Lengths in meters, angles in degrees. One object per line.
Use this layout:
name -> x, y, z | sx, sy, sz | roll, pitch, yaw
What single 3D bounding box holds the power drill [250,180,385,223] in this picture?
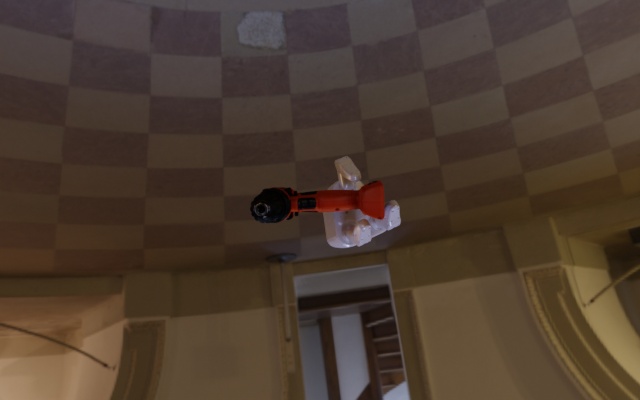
power drill -> 0.001, 0.002, 0.709 | 0.187, 0.057, 0.184 | -1, 5, 7
